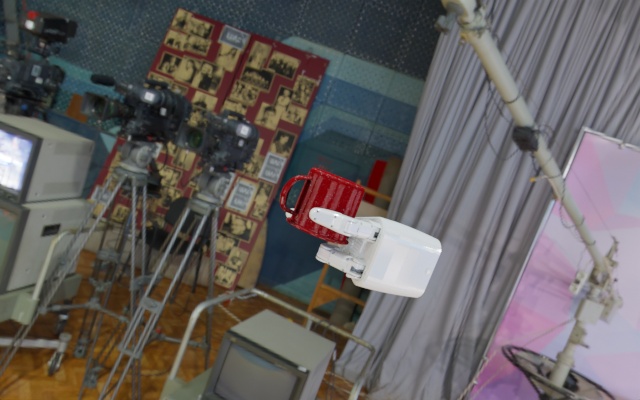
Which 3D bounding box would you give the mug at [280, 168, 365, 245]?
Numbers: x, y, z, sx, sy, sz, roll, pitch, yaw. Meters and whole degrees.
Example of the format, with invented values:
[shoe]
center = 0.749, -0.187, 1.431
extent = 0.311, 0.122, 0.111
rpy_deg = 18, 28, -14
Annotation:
[mug]
center = -0.001, 0.001, 0.651
extent = 0.117, 0.081, 0.093
rpy_deg = 19, 6, -26
